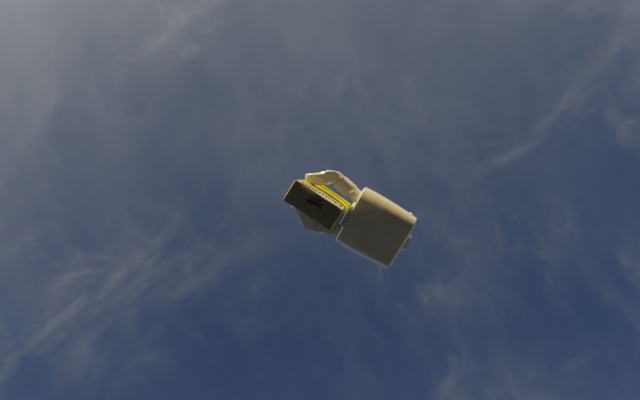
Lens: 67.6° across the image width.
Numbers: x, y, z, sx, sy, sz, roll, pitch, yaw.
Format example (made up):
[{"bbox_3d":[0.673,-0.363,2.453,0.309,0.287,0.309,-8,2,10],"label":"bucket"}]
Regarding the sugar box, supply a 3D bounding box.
[{"bbox_3d":[0.001,0.002,0.844,0.093,0.048,0.176,33,4,5],"label":"sugar box"}]
